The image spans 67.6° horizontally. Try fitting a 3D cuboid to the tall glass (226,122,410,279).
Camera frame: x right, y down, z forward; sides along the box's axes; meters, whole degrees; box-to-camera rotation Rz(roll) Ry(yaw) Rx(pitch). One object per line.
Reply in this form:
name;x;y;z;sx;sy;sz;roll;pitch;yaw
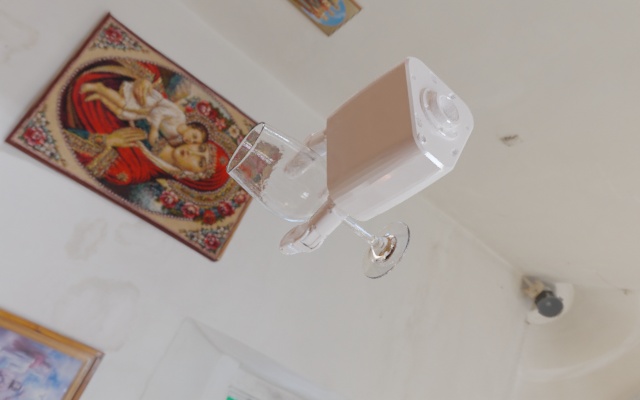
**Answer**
tall glass;0.000;0.002;0.505;0.201;0.079;0.079;36;-15;-22
